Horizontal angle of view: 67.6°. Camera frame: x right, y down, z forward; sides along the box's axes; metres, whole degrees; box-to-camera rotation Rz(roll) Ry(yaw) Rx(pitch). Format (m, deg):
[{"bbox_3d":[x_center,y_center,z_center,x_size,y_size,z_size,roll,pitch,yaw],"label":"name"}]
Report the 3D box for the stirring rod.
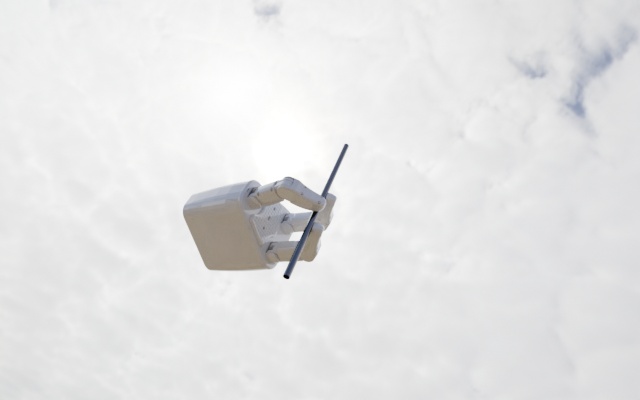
[{"bbox_3d":[0.000,0.002,0.585,0.011,0.011,0.239,0,41,23],"label":"stirring rod"}]
